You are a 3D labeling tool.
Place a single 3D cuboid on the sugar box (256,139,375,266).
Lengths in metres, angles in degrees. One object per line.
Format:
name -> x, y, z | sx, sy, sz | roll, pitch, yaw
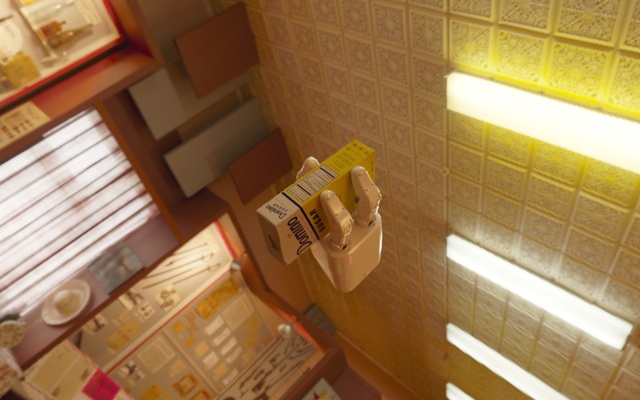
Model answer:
sugar box -> 0.001, 0.002, 0.643 | 0.048, 0.093, 0.176 | 35, 62, 30
